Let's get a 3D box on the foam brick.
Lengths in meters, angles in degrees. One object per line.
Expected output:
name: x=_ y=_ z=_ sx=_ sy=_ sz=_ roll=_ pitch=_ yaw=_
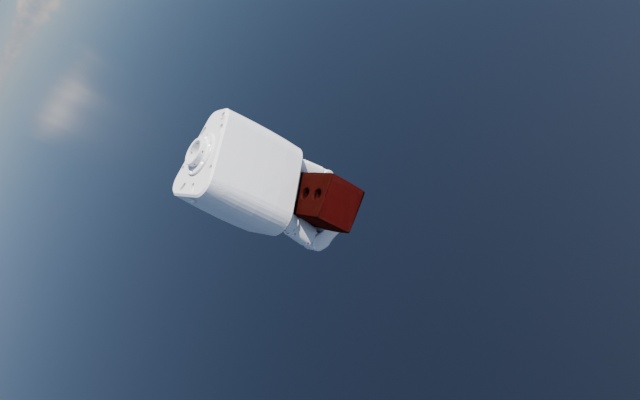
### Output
foam brick: x=0.000 y=0.002 z=0.546 sx=0.051 sy=0.053 sz=0.078 roll=29 pitch=-15 yaw=-35
